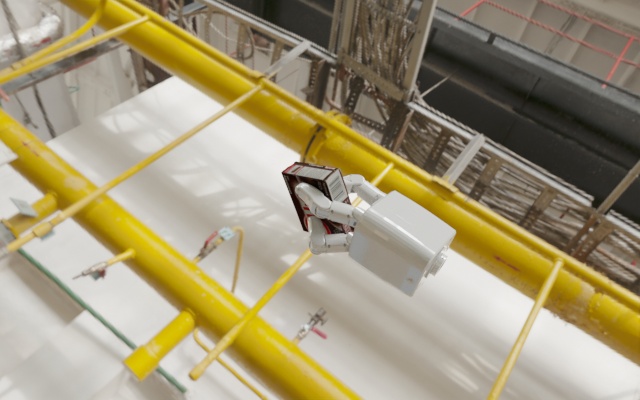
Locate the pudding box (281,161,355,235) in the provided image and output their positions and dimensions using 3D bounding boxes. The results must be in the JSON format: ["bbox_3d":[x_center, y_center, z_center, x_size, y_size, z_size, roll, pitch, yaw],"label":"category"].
[{"bbox_3d":[0.000,0.002,0.697,0.090,0.113,0.039,12,40,41],"label":"pudding box"}]
